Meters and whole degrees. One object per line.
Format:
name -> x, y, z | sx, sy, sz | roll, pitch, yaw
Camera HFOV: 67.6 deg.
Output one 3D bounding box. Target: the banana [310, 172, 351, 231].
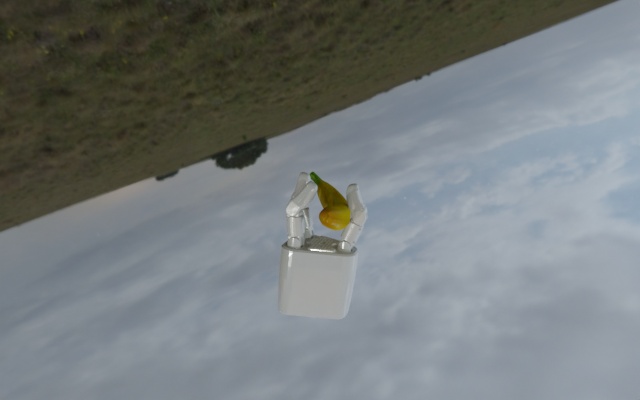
banana -> 0.015, 0.010, 0.716 | 0.069, 0.037, 0.197 | 30, 12, -15
